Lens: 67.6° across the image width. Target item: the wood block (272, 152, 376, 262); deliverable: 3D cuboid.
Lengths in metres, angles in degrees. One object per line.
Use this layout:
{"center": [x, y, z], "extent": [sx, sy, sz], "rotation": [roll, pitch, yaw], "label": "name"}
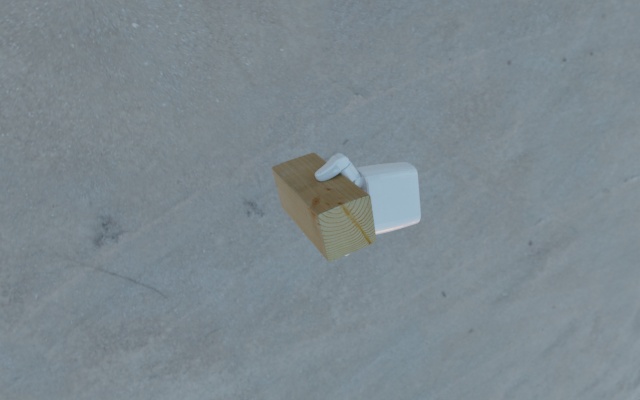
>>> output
{"center": [0.000, 0.002, 0.806], "extent": [0.090, 0.091, 0.206], "rotation": [-21, 31, -17], "label": "wood block"}
